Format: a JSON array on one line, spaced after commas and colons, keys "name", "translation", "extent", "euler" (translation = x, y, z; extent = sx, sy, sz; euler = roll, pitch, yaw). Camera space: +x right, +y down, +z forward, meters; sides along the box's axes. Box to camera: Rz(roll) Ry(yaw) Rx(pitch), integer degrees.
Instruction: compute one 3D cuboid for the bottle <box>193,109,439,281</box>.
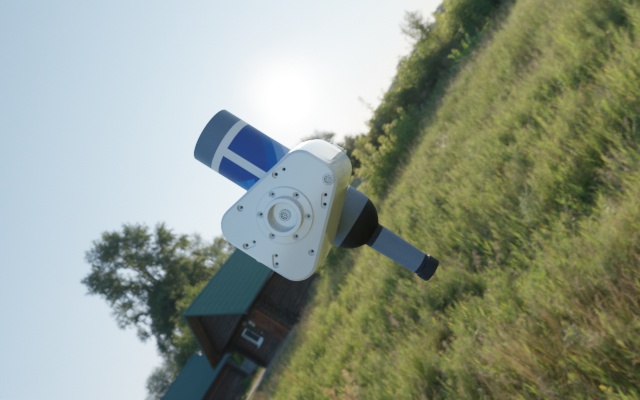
[{"name": "bottle", "translation": [0.000, 0.002, 0.539], "extent": [0.295, 0.069, 0.069], "euler": [32, 1, 2]}]
